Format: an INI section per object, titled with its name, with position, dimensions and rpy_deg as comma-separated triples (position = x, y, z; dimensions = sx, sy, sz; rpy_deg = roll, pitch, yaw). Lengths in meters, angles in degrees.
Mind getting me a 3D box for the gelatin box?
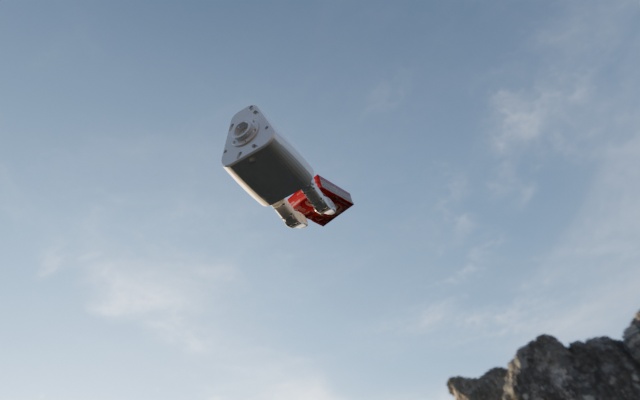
[gelatin box]
position = 0.000, 0.002, 0.805
dimensions = 0.073, 0.030, 0.089
rpy_deg = -37, -42, 25
